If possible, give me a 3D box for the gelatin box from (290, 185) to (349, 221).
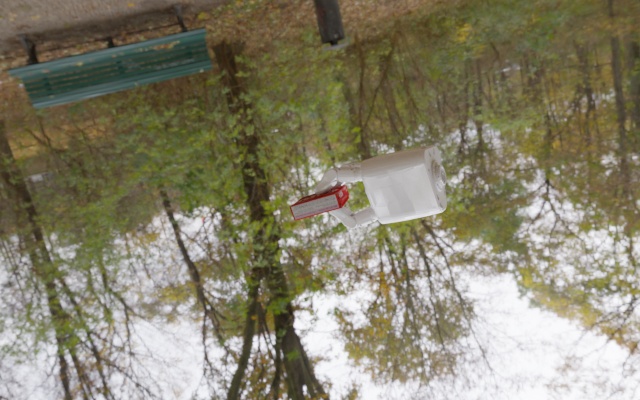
[{"bbox_3d":[0.000,0.003,0.825,0.089,0.030,0.073,-17,8,17],"label":"gelatin box"}]
